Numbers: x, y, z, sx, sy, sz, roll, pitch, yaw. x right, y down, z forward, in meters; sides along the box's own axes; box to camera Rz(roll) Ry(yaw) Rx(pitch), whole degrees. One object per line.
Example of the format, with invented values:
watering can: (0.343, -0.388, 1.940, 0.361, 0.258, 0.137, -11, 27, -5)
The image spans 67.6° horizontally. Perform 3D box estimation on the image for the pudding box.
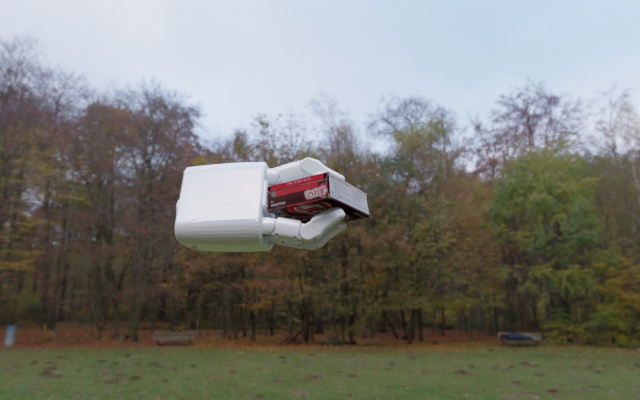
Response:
pudding box: (0.000, 0.002, 0.613, 0.090, 0.039, 0.113, -11, -16, 30)
